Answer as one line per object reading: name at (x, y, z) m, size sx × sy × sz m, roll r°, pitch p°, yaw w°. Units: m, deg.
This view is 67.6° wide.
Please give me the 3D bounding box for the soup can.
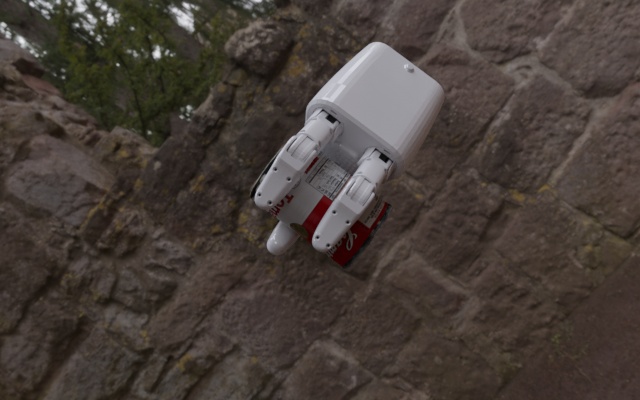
soup can at (0.000, 0.002, 0.408) m, size 0.102 × 0.068 × 0.068 m, roll 37°, pitch 0°, yaw 0°
